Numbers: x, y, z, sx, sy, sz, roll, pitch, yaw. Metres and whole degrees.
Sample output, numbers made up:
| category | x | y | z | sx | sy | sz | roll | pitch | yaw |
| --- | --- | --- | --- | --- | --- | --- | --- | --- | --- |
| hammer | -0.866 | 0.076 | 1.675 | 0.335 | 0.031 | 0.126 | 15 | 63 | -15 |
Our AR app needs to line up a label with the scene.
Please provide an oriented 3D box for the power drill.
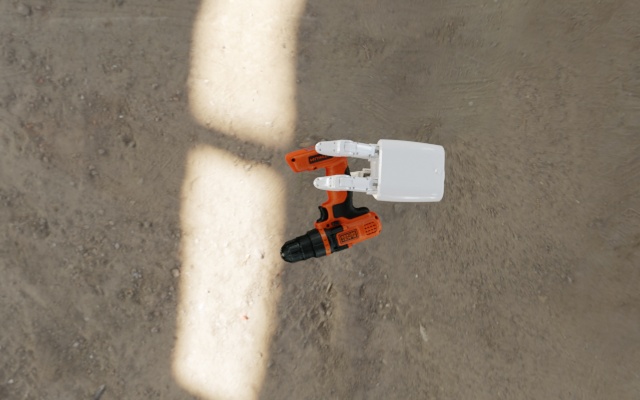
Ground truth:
| category | x | y | z | sx | sy | sz | roll | pitch | yaw |
| --- | --- | --- | --- | --- | --- | --- | --- | --- | --- |
| power drill | 0.000 | 0.002 | 0.817 | 0.184 | 0.188 | 0.057 | -18 | 16 | -12 |
